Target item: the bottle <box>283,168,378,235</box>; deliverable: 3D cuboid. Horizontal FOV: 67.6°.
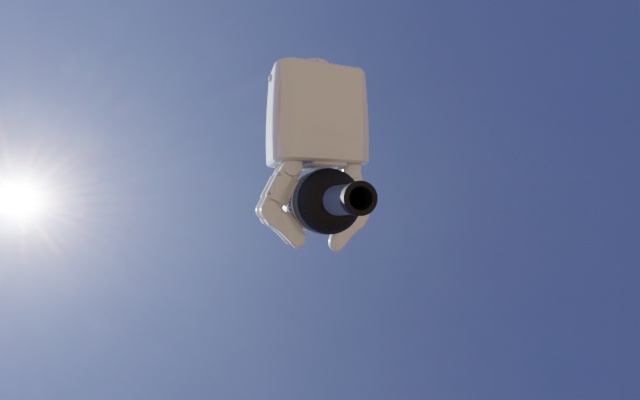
[{"bbox_3d":[0.000,0.002,0.509,0.069,0.069,0.296,0,-1,-12],"label":"bottle"}]
